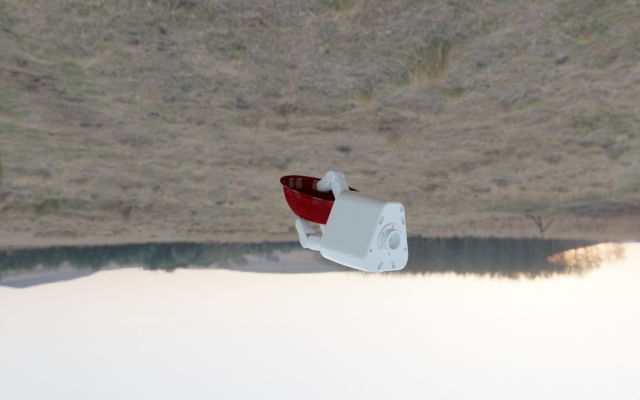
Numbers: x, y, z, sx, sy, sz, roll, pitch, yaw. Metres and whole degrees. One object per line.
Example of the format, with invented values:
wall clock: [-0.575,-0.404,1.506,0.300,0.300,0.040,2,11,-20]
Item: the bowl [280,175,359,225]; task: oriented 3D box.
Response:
bowl: [0.000,0.003,0.866,0.162,0.055,0.162,13,15,-3]
